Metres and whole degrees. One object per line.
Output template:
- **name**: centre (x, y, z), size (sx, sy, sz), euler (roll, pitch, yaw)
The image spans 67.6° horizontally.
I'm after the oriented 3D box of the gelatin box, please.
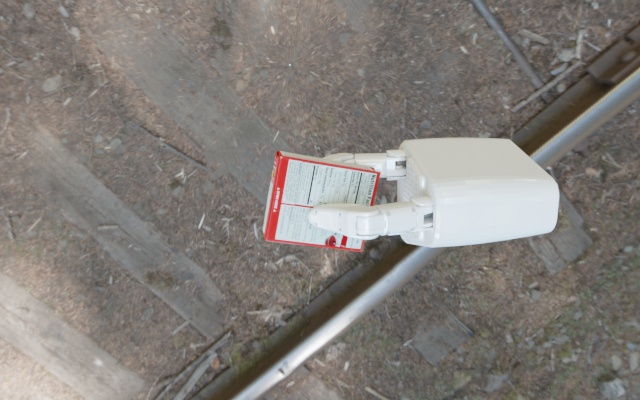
- **gelatin box**: centre (0.000, 0.001, 0.409), size (0.089, 0.073, 0.030), euler (8, 14, -14)
